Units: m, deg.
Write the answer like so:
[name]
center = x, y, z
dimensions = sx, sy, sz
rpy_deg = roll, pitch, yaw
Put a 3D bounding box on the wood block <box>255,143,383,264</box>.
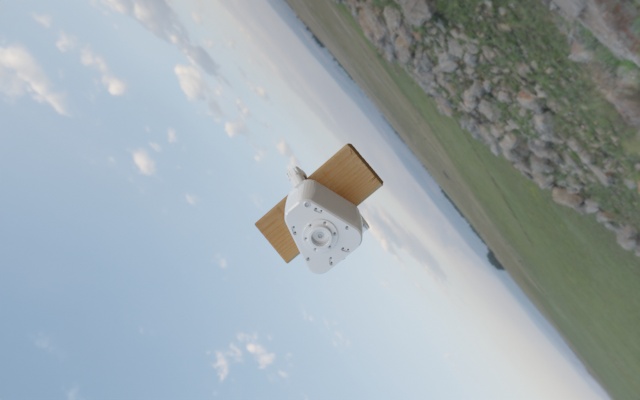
[wood block]
center = 0.000, 0.003, 0.820
dimensions = 0.206, 0.091, 0.090
rpy_deg = -40, 0, 11
